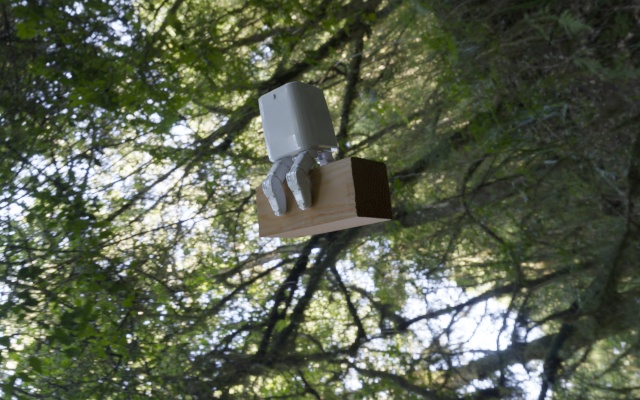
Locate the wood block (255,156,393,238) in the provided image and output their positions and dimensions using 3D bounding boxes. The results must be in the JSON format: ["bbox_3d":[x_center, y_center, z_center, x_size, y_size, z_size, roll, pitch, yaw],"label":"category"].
[{"bbox_3d":[0.000,0.002,0.758,0.206,0.090,0.091,-14,-13,41],"label":"wood block"}]
